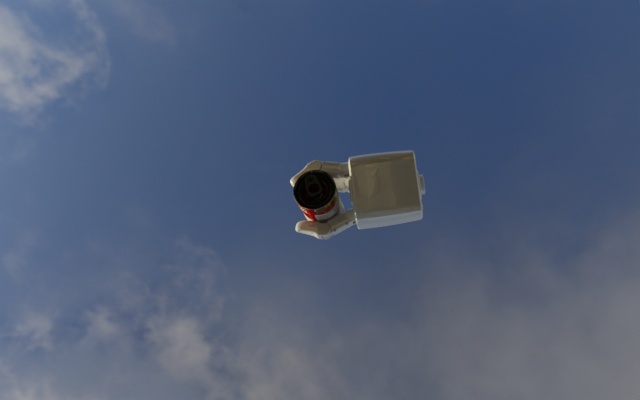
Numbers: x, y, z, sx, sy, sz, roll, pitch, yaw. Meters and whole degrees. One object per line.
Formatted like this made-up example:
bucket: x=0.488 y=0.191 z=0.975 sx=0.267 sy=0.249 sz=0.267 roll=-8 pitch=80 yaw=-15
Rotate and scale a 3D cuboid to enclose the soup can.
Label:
soup can: x=0.000 y=0.003 z=0.782 sx=0.068 sy=0.068 sz=0.102 roll=0 pitch=-23 yaw=12
